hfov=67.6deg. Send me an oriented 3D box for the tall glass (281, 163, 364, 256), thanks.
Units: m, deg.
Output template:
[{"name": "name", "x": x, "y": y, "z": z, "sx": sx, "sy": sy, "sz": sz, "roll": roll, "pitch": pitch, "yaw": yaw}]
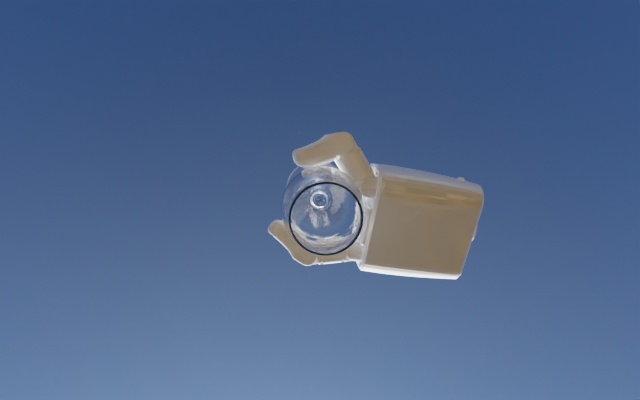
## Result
[{"name": "tall glass", "x": 0.000, "y": 0.002, "z": 0.488, "sx": 0.079, "sy": 0.079, "sz": 0.201, "roll": 0, "pitch": 8, "yaw": -2}]
